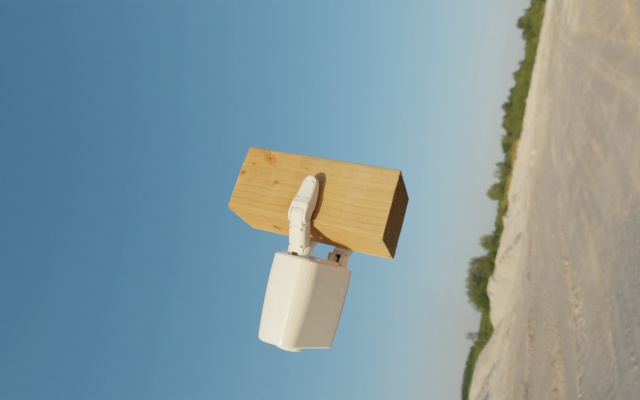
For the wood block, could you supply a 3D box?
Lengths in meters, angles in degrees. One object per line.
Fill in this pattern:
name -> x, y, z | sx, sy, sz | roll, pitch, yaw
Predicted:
wood block -> 0.000, 0.002, 0.621 | 0.206, 0.090, 0.091 | 11, -18, 21
